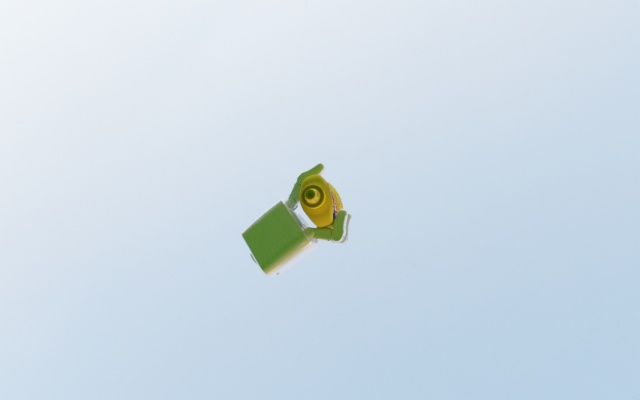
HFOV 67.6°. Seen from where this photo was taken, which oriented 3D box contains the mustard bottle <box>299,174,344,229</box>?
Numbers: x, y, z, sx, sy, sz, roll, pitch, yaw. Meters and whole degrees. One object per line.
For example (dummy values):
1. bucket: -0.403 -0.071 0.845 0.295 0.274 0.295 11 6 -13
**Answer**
1. mustard bottle: 0.000 0.003 0.876 0.058 0.096 0.191 -13 -10 9
